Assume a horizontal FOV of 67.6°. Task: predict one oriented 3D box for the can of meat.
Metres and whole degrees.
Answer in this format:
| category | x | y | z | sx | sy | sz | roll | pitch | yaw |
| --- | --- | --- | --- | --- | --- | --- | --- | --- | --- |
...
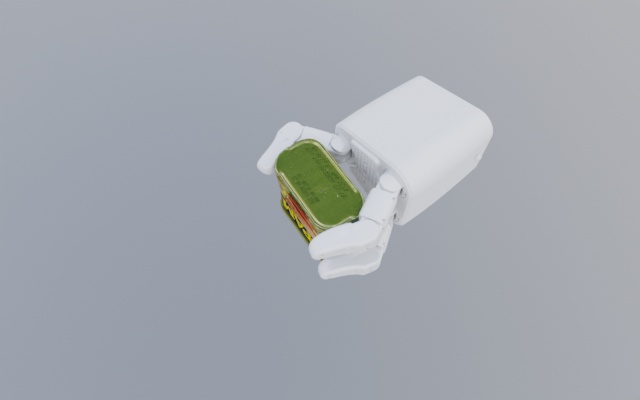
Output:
| category | x | y | z | sx | sy | sz | roll | pitch | yaw |
| --- | --- | --- | --- | --- | --- | --- | --- | --- | --- |
| can of meat | 0.000 | 0.001 | 0.463 | 0.057 | 0.102 | 0.084 | -32 | -23 | -13 |
